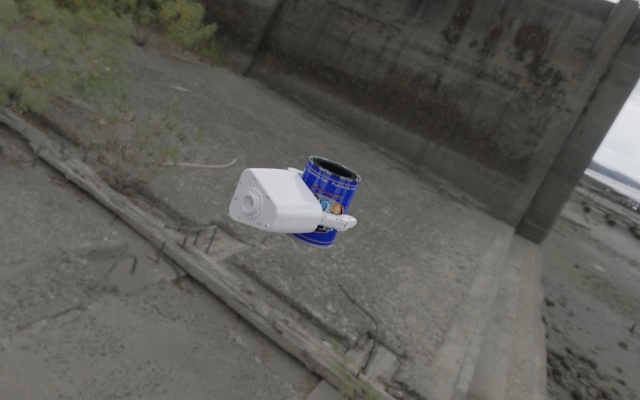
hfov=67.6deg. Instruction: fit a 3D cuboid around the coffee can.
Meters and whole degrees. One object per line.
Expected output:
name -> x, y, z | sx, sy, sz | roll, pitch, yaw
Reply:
coffee can -> 0.000, 0.003, 0.874 | 0.103, 0.140, 0.102 | 21, 16, -7
